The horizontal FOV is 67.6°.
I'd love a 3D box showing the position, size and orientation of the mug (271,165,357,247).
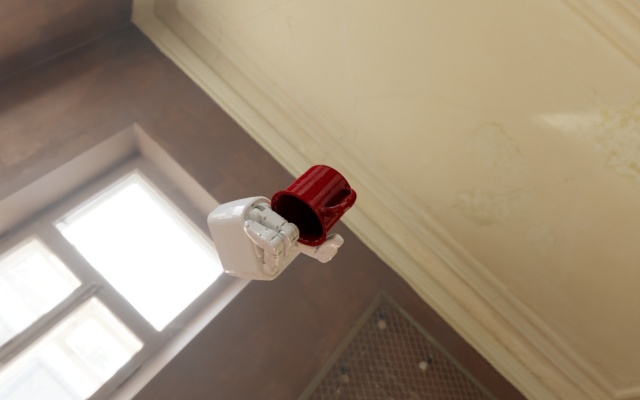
[{"bbox_3d":[0.001,0.002,0.656,0.117,0.093,0.081,-7,30,47],"label":"mug"}]
